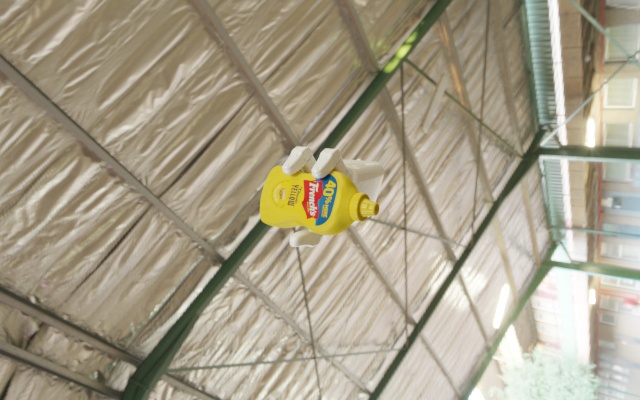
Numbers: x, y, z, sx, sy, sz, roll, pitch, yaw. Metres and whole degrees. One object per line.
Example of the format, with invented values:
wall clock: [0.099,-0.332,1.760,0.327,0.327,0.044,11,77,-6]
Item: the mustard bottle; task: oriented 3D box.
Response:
mustard bottle: [0.000,0.002,0.718,0.191,0.096,0.058,8,-12,34]
